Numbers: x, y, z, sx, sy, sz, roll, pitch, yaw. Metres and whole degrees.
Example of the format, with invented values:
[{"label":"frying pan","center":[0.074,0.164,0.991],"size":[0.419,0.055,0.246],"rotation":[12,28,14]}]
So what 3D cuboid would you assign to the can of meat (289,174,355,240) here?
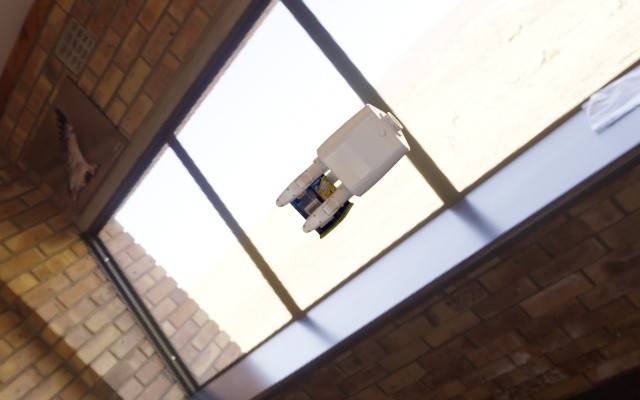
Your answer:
[{"label":"can of meat","center":[0.000,0.002,0.758],"size":[0.057,0.084,0.102],"rotation":[-42,3,22]}]
